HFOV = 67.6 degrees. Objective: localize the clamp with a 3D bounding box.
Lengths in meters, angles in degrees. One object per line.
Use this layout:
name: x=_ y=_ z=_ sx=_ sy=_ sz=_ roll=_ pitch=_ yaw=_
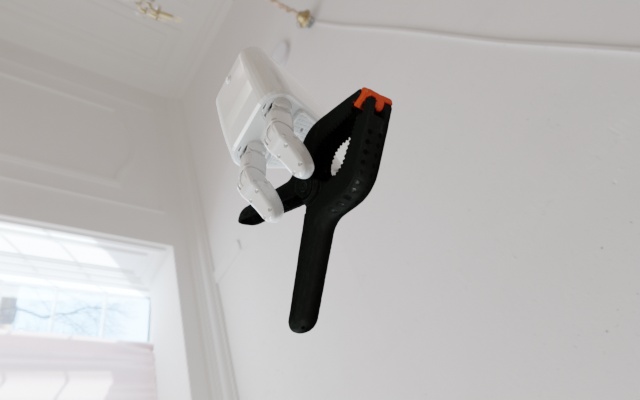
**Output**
clamp: x=0.001 y=0.001 z=0.427 sx=0.036 sy=0.210 sz=0.164 roll=13 pitch=35 yaw=-39
